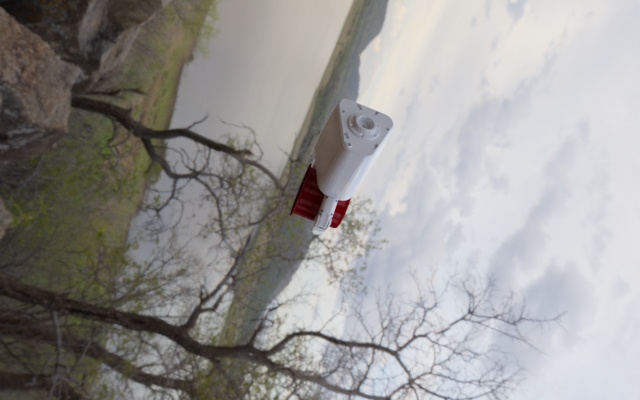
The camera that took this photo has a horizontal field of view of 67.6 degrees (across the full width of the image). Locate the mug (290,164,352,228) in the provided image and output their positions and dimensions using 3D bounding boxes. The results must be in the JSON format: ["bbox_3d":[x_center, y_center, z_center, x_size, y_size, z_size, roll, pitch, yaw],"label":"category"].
[{"bbox_3d":[0.000,0.004,0.805,0.081,0.093,0.117,21,-37,-5],"label":"mug"}]
